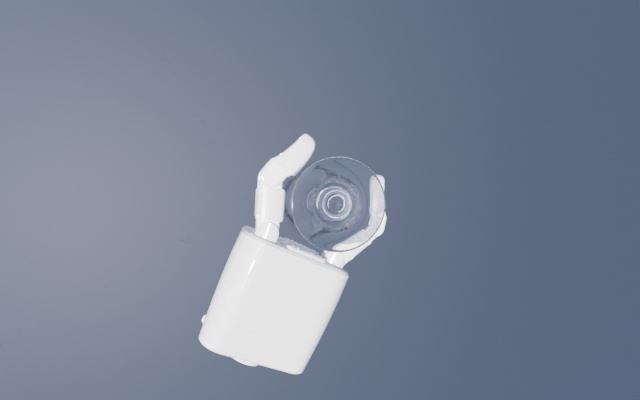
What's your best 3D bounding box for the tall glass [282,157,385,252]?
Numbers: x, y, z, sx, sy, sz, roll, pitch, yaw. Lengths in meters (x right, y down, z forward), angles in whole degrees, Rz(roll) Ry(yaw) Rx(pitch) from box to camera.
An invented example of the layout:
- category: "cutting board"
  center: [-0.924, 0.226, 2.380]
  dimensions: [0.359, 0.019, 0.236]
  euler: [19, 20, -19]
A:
- category: "tall glass"
  center: [0.000, 0.001, 0.466]
  dimensions: [0.079, 0.079, 0.201]
  euler: [0, 1, -8]
